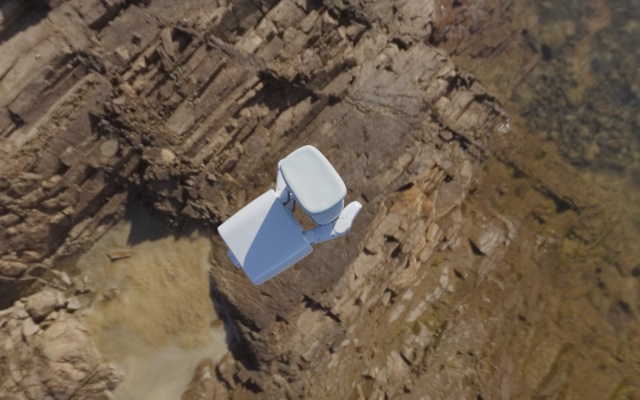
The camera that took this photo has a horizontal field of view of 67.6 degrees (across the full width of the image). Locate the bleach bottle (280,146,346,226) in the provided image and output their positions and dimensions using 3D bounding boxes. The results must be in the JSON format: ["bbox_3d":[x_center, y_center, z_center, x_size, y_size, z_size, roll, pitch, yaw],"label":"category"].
[{"bbox_3d":[0.000,0.002,0.767,0.068,0.102,0.251,-34,-16,-4],"label":"bleach bottle"}]
